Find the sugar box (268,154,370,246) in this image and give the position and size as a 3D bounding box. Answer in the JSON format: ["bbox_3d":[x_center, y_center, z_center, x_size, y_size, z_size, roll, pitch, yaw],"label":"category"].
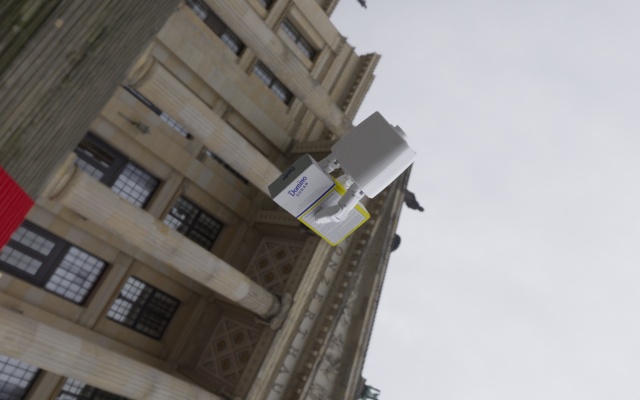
[{"bbox_3d":[0.000,0.002,0.840,0.176,0.093,0.048,42,12,-36],"label":"sugar box"}]
